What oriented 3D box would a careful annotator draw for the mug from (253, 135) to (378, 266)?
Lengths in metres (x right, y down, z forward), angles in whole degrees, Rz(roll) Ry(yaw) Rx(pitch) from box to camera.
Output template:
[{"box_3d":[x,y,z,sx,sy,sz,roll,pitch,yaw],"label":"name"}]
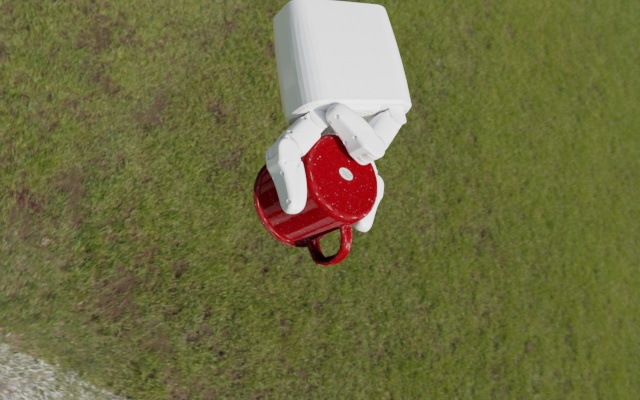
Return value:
[{"box_3d":[0.000,0.003,0.439,0.093,0.117,0.081,-1,-16,-38],"label":"mug"}]
